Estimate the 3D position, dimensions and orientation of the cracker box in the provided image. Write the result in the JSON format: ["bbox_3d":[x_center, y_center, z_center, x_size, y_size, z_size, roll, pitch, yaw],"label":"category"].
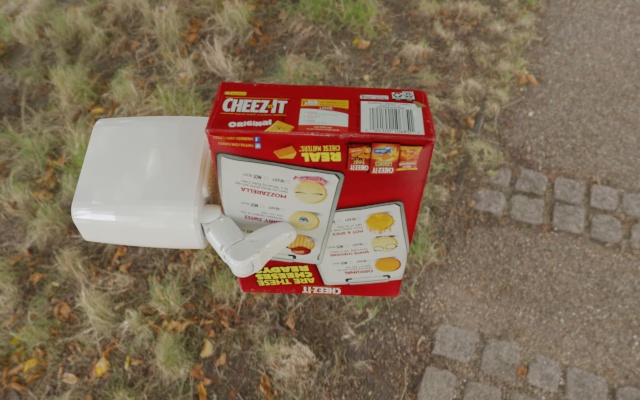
[{"bbox_3d":[0.000,0.001,0.429,0.164,0.072,0.214,2,-42,2],"label":"cracker box"}]
